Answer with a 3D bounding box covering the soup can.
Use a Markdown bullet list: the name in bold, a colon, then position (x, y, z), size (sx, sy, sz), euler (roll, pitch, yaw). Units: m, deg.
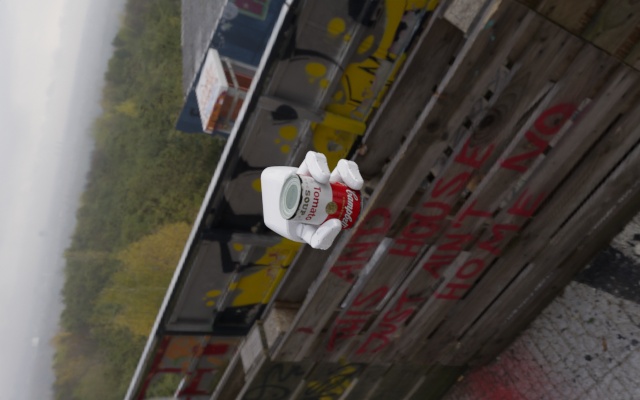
- **soup can**: position (0.000, 0.002, 0.684), size (0.102, 0.068, 0.068), euler (11, -6, -29)
